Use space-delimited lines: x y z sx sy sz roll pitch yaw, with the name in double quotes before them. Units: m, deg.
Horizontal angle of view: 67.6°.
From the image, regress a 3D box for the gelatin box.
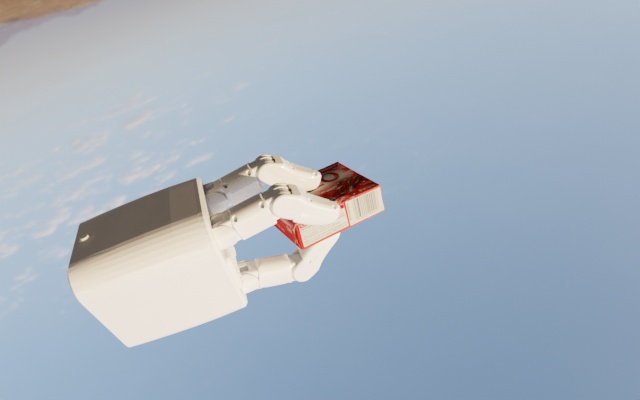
"gelatin box" 0.000 0.002 0.431 0.089 0.030 0.073 -24 31 -20
